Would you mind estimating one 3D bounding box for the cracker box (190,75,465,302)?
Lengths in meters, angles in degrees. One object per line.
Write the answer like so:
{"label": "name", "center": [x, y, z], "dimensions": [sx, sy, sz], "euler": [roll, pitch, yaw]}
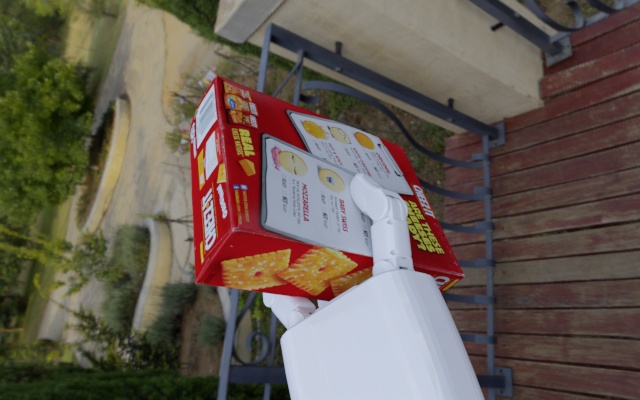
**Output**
{"label": "cracker box", "center": [0.000, 0.001, 0.409], "dimensions": [0.214, 0.164, 0.072], "euler": [15, -48, -33]}
